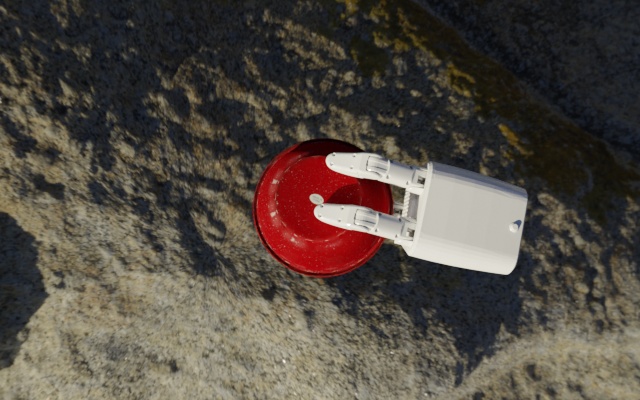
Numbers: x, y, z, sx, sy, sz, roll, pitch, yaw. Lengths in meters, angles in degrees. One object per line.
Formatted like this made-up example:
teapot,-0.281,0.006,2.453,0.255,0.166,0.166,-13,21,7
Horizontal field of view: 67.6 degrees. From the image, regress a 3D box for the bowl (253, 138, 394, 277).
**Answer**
bowl,-0.001,0.002,0.522,0.162,0.162,0.055,0,-10,5
